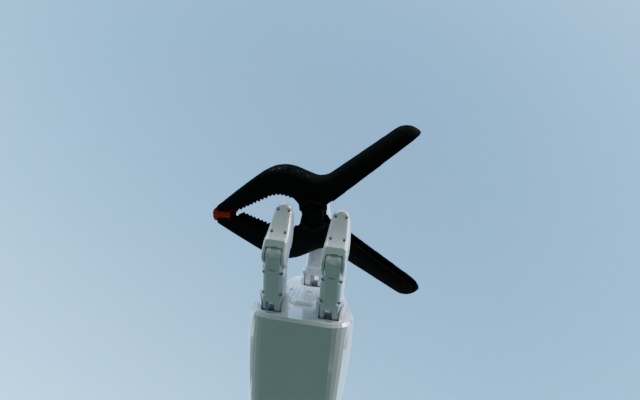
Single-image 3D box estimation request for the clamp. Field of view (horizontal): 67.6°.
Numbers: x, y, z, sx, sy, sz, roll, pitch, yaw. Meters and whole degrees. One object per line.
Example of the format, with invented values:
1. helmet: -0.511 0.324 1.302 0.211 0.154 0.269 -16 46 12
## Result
1. clamp: 0.000 0.002 0.469 0.210 0.164 0.036 7 12 7
